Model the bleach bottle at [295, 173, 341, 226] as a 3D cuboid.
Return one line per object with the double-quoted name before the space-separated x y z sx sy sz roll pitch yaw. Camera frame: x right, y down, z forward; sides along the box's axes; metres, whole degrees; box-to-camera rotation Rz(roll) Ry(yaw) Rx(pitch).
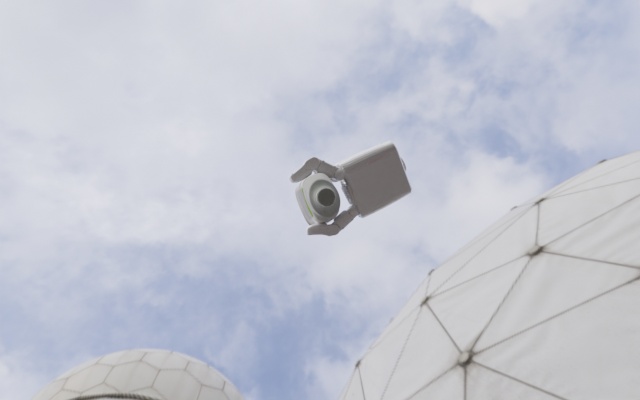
"bleach bottle" 0.000 0.003 0.872 0.068 0.102 0.251 -25 2 -5
